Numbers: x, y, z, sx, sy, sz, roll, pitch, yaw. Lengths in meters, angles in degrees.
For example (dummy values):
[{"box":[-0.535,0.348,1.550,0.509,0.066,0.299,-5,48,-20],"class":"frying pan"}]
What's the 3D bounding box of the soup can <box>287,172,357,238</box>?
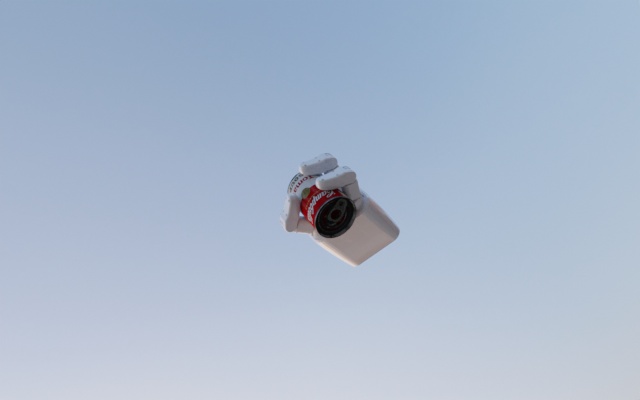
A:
[{"box":[0.000,0.002,0.720,0.068,0.068,0.102,0,27,-30],"class":"soup can"}]
